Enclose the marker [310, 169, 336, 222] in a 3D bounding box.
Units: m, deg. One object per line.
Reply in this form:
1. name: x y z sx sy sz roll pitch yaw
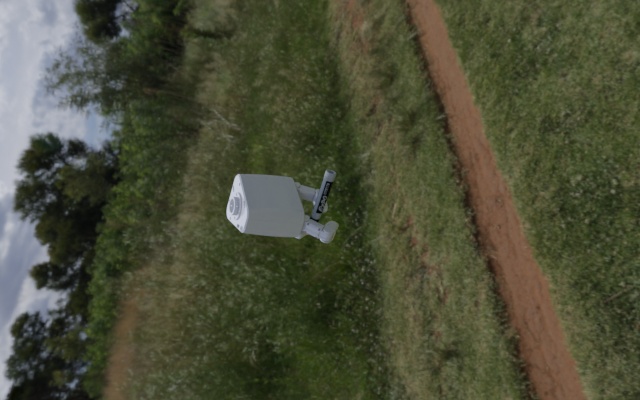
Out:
1. marker: 0.000 0.003 0.841 0.020 0.121 0.020 16 25 -8
